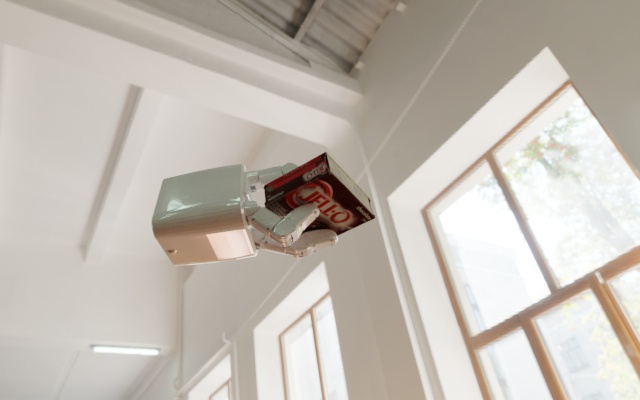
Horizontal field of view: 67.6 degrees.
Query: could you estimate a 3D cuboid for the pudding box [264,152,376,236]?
[{"bbox_3d":[0.000,0.002,0.575,0.090,0.039,0.113,-26,-40,21],"label":"pudding box"}]
